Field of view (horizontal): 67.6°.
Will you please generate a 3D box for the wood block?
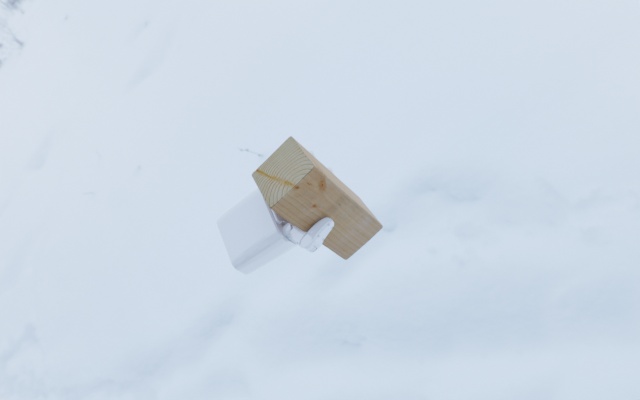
[{"bbox_3d":[0.000,0.003,0.767,0.206,0.090,0.090,38,12,-45],"label":"wood block"}]
